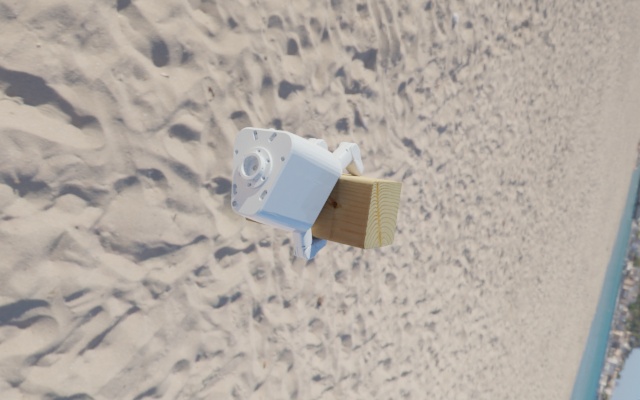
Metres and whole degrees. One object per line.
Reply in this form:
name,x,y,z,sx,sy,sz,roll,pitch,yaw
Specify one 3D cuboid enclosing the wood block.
wood block,0.000,0.003,0.691,0.206,0.091,0.090,12,7,33
